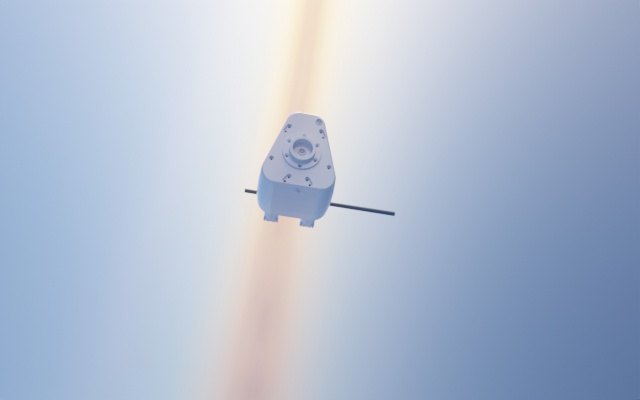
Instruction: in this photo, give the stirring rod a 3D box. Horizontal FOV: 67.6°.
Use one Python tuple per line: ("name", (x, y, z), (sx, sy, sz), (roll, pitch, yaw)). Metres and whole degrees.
("stirring rod", (0.000, 0.002, 0.756), (0.239, 0.011, 0.011), (9, -1, -4))
